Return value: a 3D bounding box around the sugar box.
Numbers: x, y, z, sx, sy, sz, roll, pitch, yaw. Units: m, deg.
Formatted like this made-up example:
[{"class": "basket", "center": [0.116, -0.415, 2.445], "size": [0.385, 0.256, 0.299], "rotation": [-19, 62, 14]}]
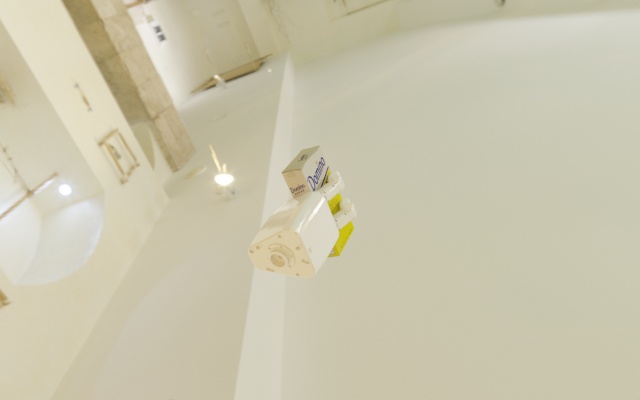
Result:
[{"class": "sugar box", "center": [0.001, 0.003, 0.837], "size": [0.048, 0.176, 0.093], "rotation": [-8, 27, 28]}]
